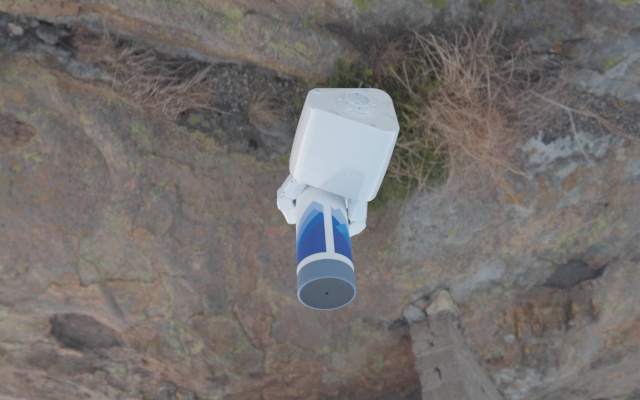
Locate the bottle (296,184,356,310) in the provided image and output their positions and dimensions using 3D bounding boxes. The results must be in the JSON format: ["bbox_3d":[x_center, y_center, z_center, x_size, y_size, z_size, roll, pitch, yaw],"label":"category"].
[{"bbox_3d":[0.000,0.002,0.641,0.069,0.069,0.295,-2,45,-2],"label":"bottle"}]
